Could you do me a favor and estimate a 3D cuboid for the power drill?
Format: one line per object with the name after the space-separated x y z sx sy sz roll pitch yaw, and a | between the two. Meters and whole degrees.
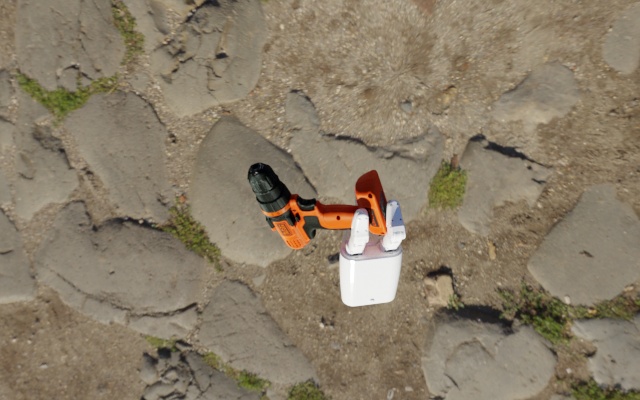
0.001 0.003 0.720 0.187 0.057 0.185 -5 -40 20 | power drill
